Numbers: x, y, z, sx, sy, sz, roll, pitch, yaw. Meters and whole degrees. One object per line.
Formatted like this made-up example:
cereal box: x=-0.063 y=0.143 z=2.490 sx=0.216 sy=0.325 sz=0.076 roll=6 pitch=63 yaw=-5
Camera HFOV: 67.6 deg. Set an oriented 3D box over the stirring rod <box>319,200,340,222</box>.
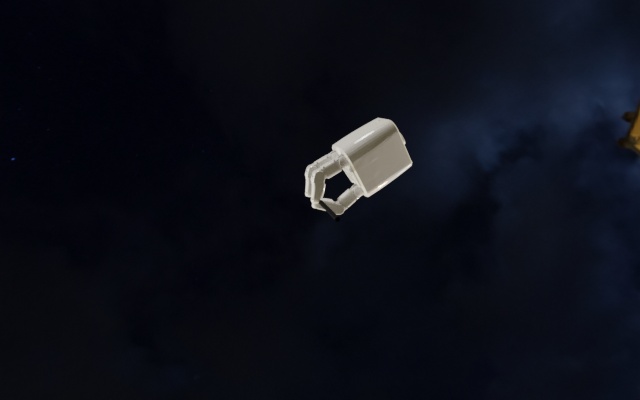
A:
stirring rod: x=0.000 y=0.003 z=0.848 sx=0.011 sy=0.011 sz=0.239 roll=0 pitch=13 yaw=-13
